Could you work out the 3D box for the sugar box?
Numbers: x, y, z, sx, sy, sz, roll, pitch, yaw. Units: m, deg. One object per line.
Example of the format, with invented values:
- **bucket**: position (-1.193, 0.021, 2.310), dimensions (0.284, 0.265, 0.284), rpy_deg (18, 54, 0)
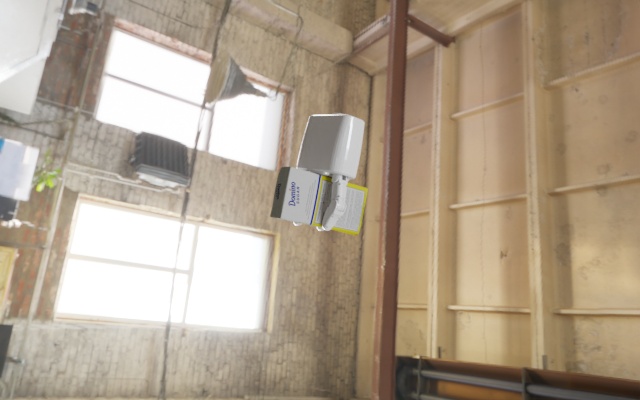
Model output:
- **sugar box**: position (0.000, 0.003, 0.865), dimensions (0.176, 0.093, 0.048), rpy_deg (14, -6, -32)
